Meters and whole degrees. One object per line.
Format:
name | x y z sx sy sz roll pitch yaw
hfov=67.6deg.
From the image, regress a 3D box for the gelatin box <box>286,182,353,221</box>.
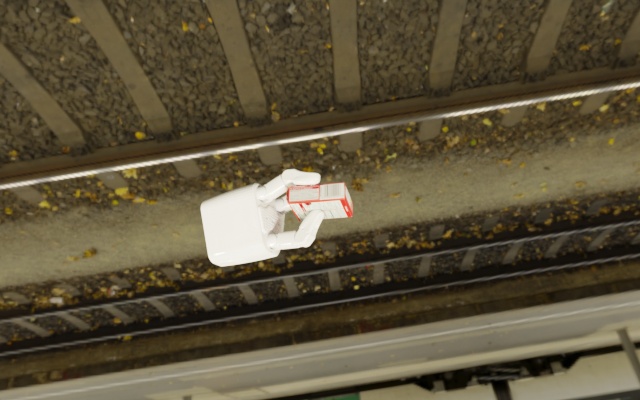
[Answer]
gelatin box | 0.000 0.003 0.727 0.089 0.030 0.073 -4 -24 12
